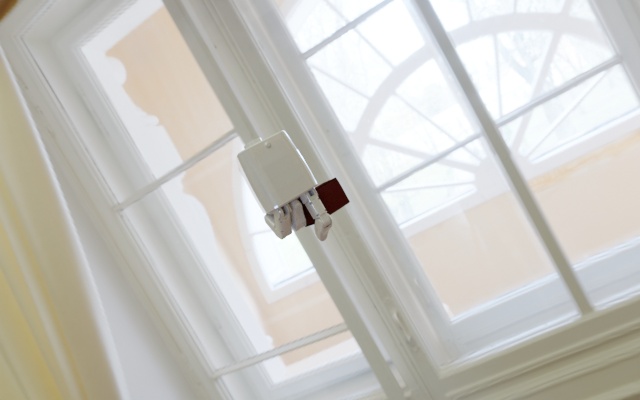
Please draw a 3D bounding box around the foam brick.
[{"bbox_3d":[0.000,0.003,0.823,0.078,0.051,0.053,-32,4,-27],"label":"foam brick"}]
